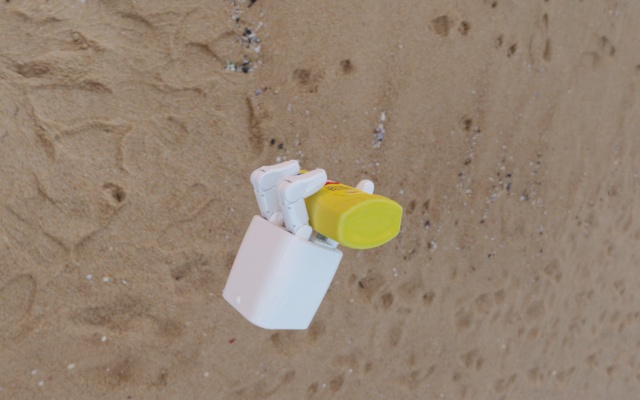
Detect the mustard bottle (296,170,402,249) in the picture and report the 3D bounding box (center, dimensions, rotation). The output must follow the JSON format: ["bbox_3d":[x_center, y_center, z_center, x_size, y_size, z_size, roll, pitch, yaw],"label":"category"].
[{"bbox_3d":[0.000,0.002,0.580,0.096,0.058,0.191,-6,18,-37],"label":"mustard bottle"}]
